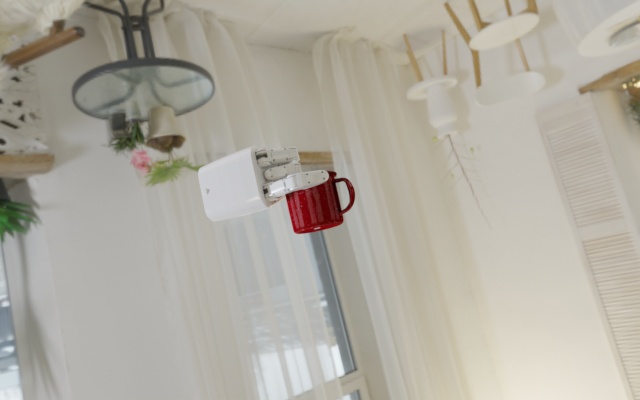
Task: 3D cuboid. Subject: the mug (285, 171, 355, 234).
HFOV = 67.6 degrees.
[{"bbox_3d":[0.001,0.002,0.746,0.117,0.081,0.093,-16,-9,21],"label":"mug"}]
